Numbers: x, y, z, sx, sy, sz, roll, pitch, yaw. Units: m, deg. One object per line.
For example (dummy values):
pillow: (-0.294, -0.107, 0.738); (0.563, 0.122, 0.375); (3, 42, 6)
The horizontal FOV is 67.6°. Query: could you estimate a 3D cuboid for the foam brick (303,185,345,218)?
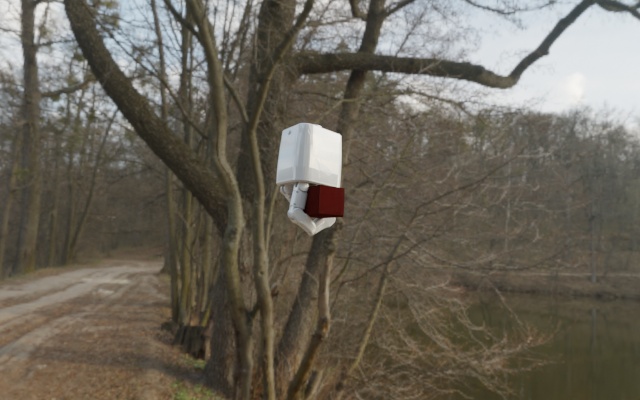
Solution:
foam brick: (0.000, 0.003, 0.842); (0.053, 0.051, 0.078); (9, -8, -30)
